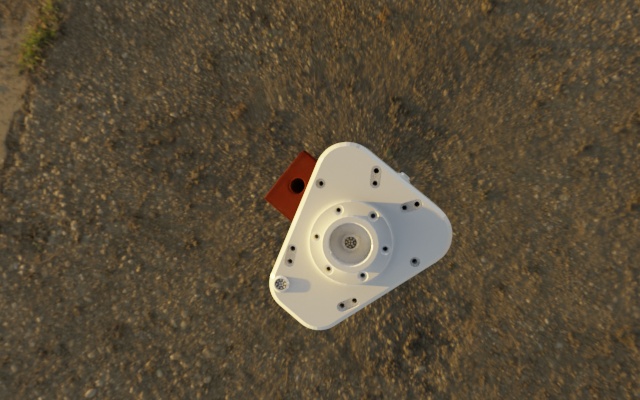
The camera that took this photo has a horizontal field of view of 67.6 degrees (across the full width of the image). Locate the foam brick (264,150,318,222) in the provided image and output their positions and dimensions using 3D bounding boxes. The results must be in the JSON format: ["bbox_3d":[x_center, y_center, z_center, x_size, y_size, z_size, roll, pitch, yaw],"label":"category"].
[{"bbox_3d":[0.000,0.001,0.410,0.078,0.053,0.051,39,5,3],"label":"foam brick"}]
